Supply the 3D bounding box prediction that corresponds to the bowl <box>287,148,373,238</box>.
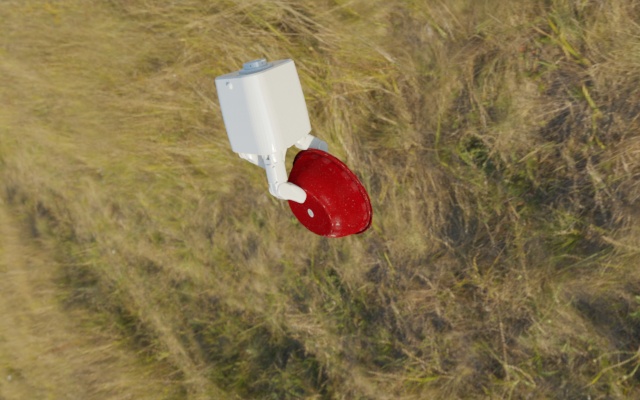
[{"bbox_3d":[0.000,0.004,0.732,0.055,0.162,0.162,-42,24,-30],"label":"bowl"}]
